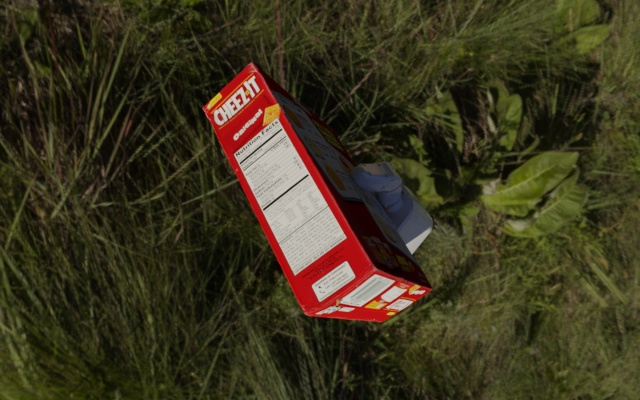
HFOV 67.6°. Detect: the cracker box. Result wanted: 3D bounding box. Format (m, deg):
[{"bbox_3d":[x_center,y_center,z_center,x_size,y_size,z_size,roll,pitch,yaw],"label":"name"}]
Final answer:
[{"bbox_3d":[0.000,0.001,0.435,0.072,0.213,0.164,-37,-27,14],"label":"cracker box"}]
